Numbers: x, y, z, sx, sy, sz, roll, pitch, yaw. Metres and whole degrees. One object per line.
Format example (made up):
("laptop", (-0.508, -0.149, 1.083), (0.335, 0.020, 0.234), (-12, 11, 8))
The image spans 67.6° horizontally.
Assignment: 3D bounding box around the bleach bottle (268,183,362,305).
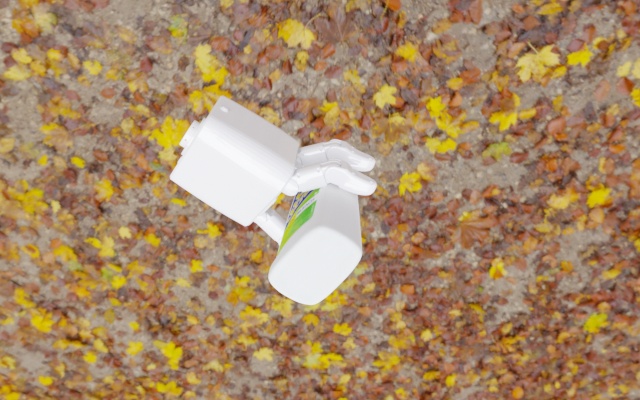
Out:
("bleach bottle", (0.000, 0.002, 0.576), (0.068, 0.102, 0.250), (34, 27, -17))
